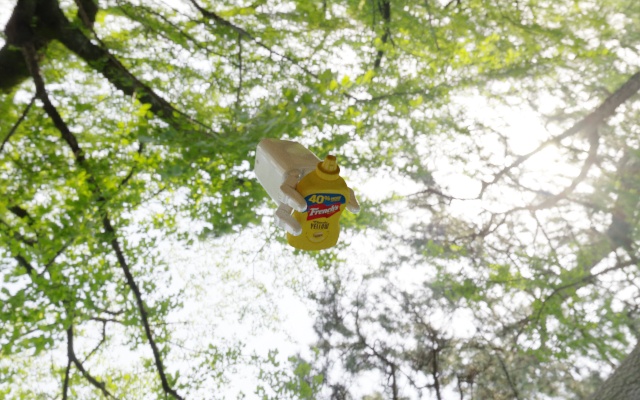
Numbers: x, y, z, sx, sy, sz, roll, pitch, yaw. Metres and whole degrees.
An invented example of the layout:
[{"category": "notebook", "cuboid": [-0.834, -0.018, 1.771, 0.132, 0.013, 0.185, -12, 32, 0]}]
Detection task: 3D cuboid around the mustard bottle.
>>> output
[{"category": "mustard bottle", "cuboid": [0.000, 0.003, 0.836, 0.096, 0.192, 0.058, 1, 39, -15]}]
